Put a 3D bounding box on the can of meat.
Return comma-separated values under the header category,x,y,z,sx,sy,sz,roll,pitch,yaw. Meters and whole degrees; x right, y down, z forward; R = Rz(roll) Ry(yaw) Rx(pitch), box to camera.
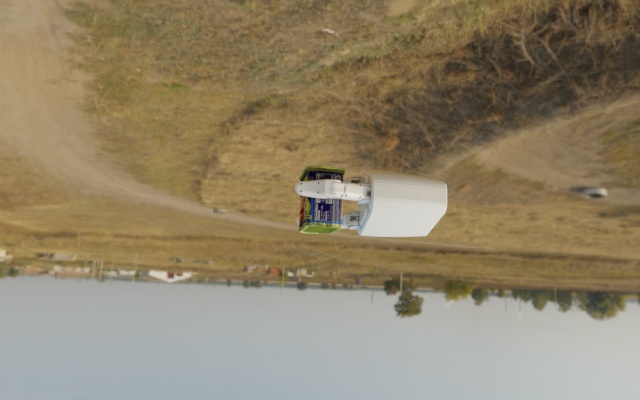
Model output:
category,x,y,z,sx,sy,sz,roll,pitch,yaw
can of meat,0.000,0.003,0.687,0.057,0.084,0.102,4,-10,-9
